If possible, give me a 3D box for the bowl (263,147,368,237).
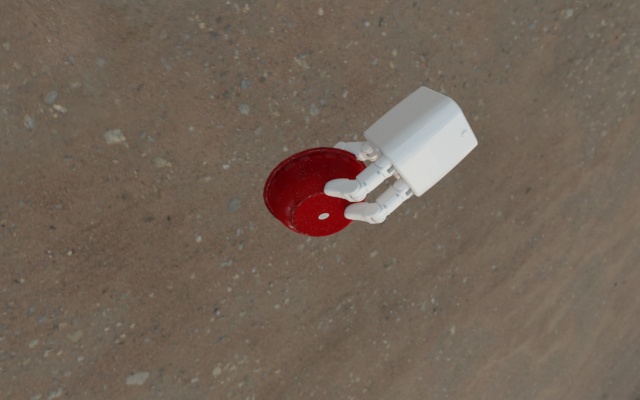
[{"bbox_3d":[-0.001,0.003,0.691,0.162,0.162,0.055,-7,46,-7],"label":"bowl"}]
